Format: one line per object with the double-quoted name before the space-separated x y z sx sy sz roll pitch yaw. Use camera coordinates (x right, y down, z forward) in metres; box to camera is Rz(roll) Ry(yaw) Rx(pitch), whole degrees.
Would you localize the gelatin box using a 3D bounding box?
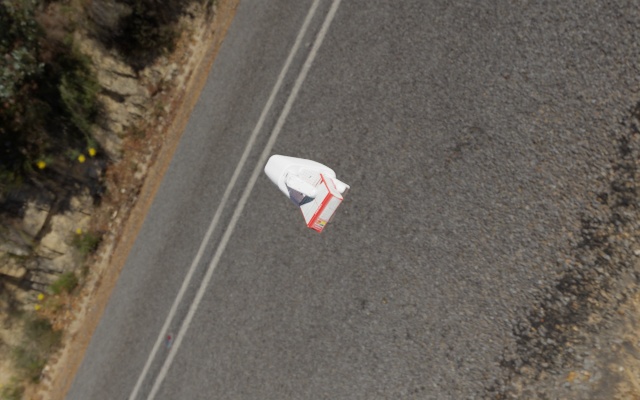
"gelatin box" 0.000 0.003 0.836 0.030 0.073 0.089 27 17 -23
